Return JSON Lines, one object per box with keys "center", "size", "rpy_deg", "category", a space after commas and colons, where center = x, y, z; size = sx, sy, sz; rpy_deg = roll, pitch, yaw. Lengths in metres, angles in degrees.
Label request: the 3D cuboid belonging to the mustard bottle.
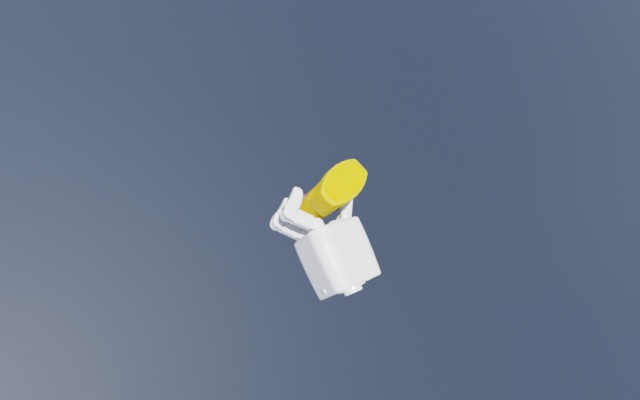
{"center": [0.000, 0.002, 0.807], "size": [0.096, 0.058, 0.192], "rpy_deg": [-46, 3, -32], "category": "mustard bottle"}
